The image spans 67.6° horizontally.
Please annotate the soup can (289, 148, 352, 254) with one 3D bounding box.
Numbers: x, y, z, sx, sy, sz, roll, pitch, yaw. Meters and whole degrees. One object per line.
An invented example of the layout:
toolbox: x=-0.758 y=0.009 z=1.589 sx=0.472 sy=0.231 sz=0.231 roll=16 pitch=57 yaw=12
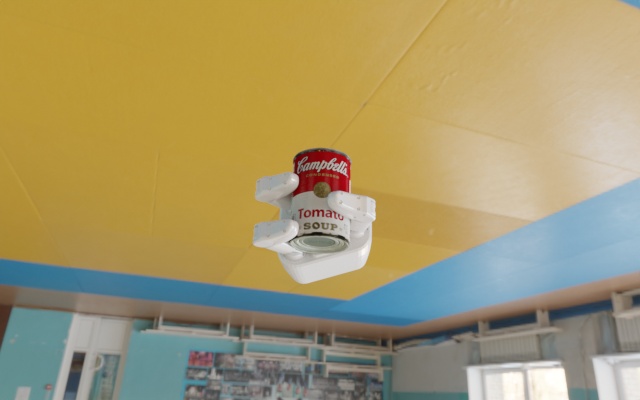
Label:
soup can: x=0.000 y=0.002 z=0.533 sx=0.068 sy=0.102 sz=0.068 roll=2 pitch=-23 yaw=1
